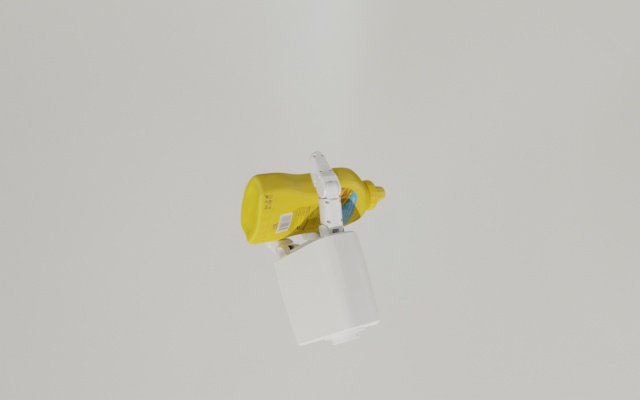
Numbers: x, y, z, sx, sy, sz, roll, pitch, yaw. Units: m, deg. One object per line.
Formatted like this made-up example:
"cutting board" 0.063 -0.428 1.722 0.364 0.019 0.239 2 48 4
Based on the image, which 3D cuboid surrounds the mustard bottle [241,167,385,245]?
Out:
"mustard bottle" 0.000 0.002 0.604 0.191 0.096 0.058 -8 48 -27
